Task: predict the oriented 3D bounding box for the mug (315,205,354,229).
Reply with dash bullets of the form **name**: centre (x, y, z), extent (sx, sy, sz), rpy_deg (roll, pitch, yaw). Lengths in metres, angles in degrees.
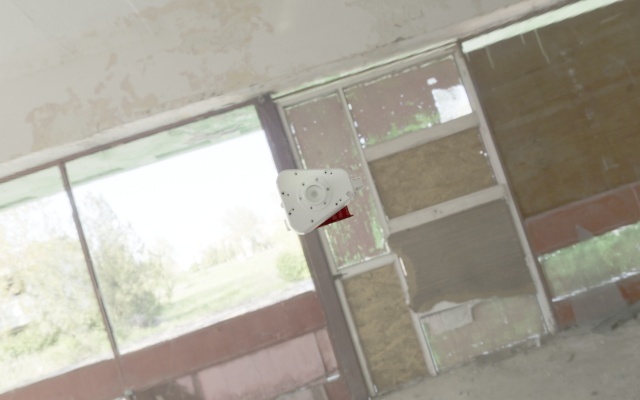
- **mug**: centre (0.000, 0.003, 0.835), extent (0.093, 0.081, 0.117), rpy_deg (-18, -2, -4)
